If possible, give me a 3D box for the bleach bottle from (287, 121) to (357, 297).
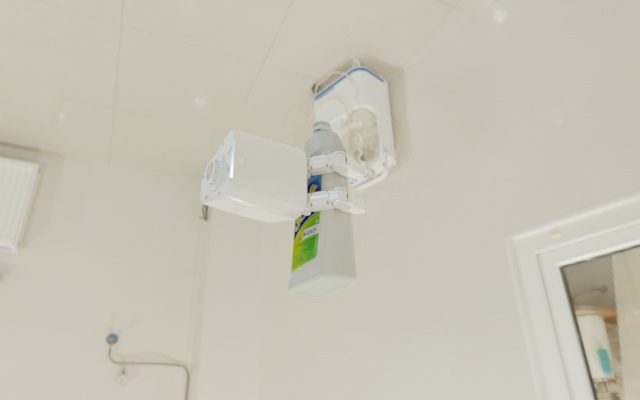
[{"bbox_3d":[0.000,0.002,0.680,0.068,0.250,0.102,15,-31,-30],"label":"bleach bottle"}]
